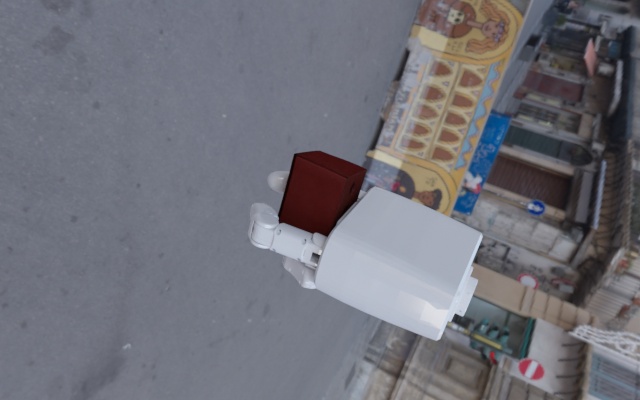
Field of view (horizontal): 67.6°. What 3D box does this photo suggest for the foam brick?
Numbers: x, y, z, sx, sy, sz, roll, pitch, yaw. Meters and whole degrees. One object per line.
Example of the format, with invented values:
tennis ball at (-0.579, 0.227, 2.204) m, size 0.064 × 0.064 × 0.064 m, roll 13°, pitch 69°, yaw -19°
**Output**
foam brick at (0.000, 0.001, 0.417) m, size 0.051 × 0.078 × 0.053 m, roll 23°, pitch 19°, yaw 19°
